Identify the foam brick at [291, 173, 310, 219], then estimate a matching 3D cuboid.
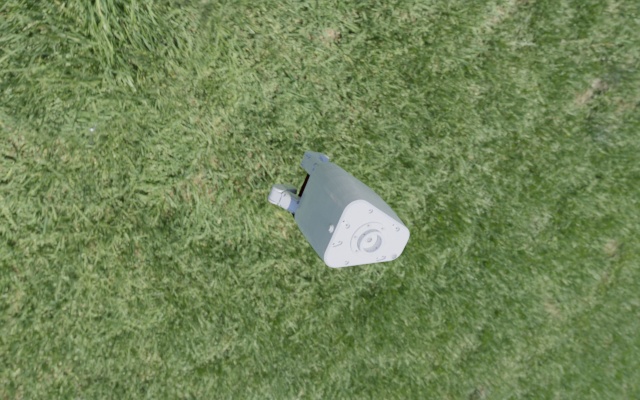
[{"bbox_3d":[0.000,0.002,0.682,0.053,0.078,0.051,13,21,-26],"label":"foam brick"}]
